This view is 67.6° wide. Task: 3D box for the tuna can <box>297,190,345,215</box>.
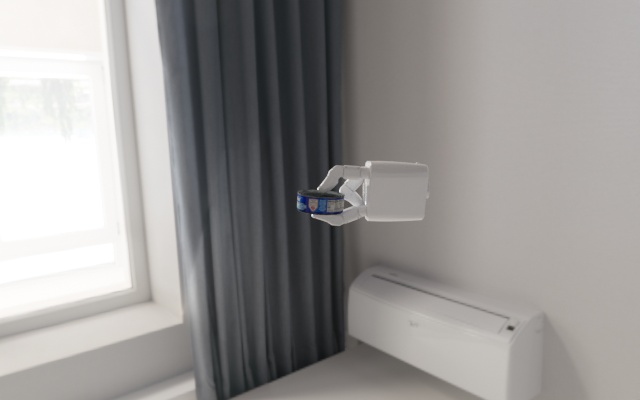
[{"bbox_3d":[0.000,0.003,0.864,0.086,0.034,0.086,4,9,-1],"label":"tuna can"}]
